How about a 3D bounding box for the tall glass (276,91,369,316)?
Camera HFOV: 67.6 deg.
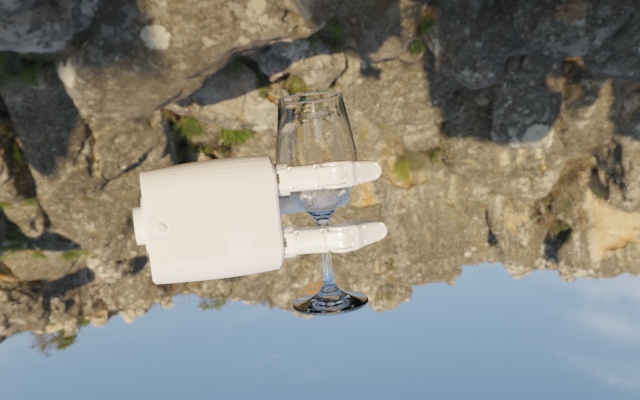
[{"bbox_3d":[0.000,0.002,0.458,0.079,0.201,0.079,-5,5,0],"label":"tall glass"}]
